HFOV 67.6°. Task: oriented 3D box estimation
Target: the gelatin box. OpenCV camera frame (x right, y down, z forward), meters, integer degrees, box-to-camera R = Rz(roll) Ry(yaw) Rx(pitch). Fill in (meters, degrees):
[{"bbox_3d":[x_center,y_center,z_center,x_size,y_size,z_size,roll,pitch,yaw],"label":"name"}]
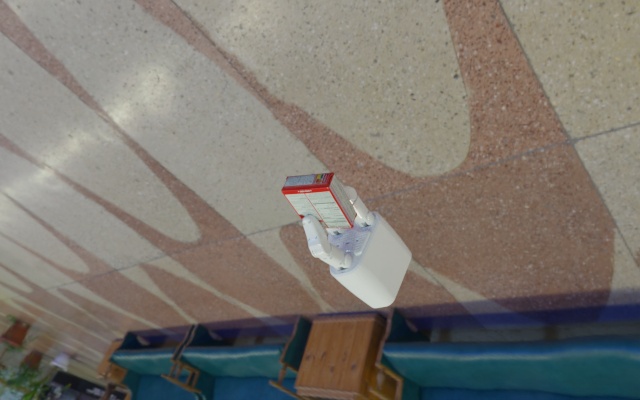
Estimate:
[{"bbox_3d":[0.000,0.002,0.650,0.073,0.030,0.089,-3,-40,30],"label":"gelatin box"}]
